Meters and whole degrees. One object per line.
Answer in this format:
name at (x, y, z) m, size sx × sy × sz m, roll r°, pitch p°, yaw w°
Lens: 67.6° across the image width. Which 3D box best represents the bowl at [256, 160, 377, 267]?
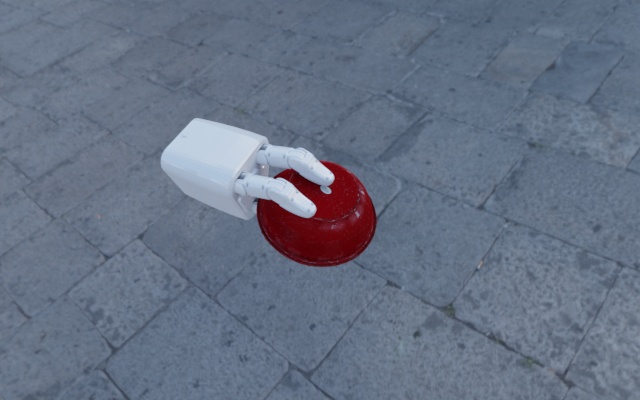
bowl at (0.001, 0.002, 0.614) m, size 0.162 × 0.162 × 0.055 m, roll 0°, pitch -34°, yaw -12°
